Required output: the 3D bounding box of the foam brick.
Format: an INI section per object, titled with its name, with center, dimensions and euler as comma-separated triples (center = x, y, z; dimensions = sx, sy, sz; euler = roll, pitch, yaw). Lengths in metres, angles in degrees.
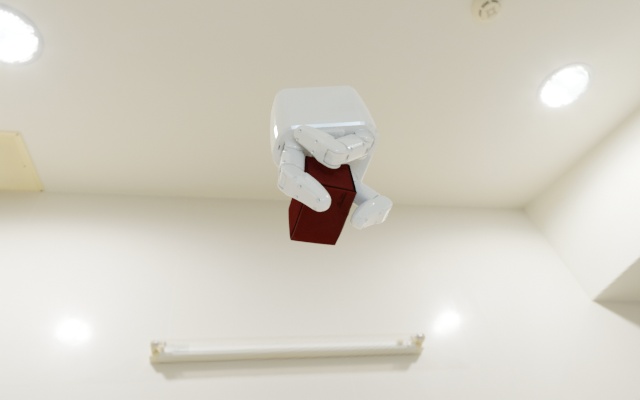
[foam brick]
center = 0.000, 0.002, 0.515
dimensions = 0.053, 0.078, 0.051
euler = 10, 35, -16
